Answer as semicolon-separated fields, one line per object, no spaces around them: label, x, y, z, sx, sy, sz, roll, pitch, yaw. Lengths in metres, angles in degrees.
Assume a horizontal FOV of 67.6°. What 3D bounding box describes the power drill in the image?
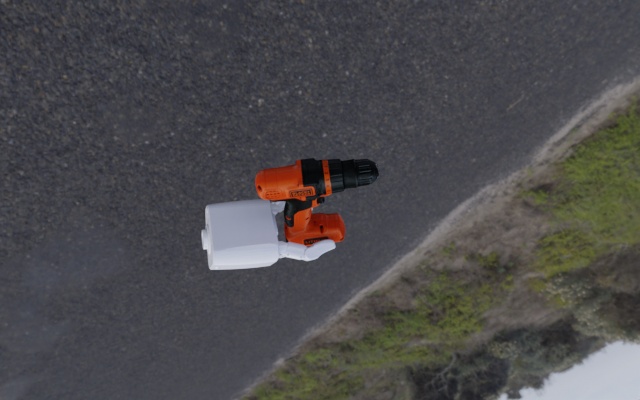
power drill;0.000;0.003;0.768;0.184;0.057;0.188;-5;-35;1
